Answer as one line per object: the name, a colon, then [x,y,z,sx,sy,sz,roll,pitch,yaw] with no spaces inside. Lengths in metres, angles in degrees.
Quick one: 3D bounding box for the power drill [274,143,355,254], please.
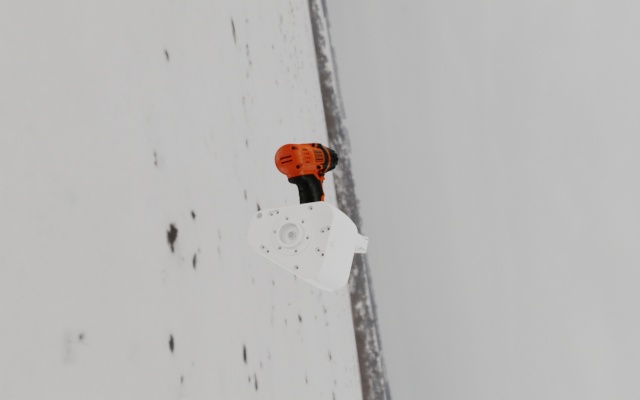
power drill: [0.000,0.003,0.737,0.057,0.187,0.184,-16,-1,23]
